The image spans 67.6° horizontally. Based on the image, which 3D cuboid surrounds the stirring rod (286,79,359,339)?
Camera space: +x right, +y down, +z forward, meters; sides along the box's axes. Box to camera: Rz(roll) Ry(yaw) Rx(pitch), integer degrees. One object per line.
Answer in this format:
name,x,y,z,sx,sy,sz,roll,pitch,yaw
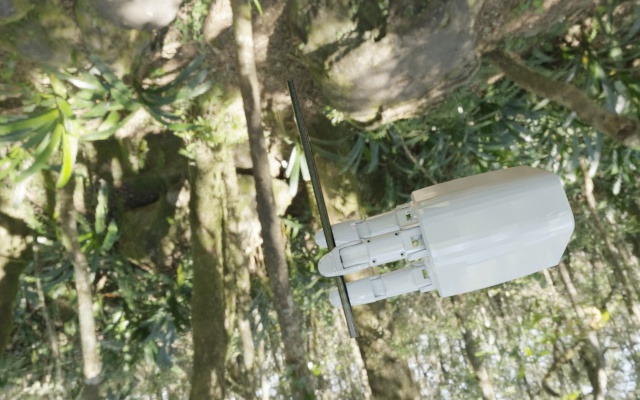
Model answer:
stirring rod,0.000,0.001,0.427,0.011,0.239,0.011,-13,-12,-3
